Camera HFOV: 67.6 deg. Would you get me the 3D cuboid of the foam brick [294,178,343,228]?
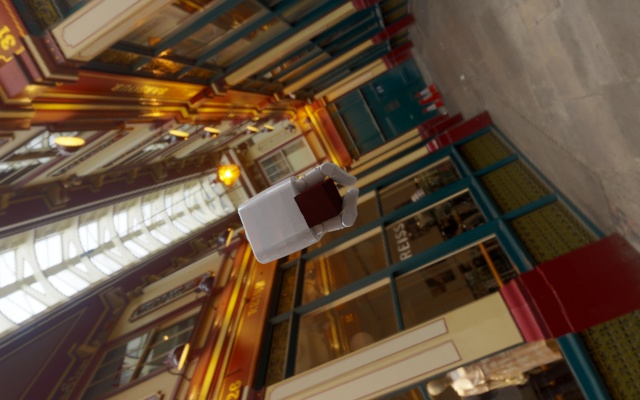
[{"bbox_3d":[0.000,0.002,0.725,0.051,0.053,0.078,-25,3,13],"label":"foam brick"}]
